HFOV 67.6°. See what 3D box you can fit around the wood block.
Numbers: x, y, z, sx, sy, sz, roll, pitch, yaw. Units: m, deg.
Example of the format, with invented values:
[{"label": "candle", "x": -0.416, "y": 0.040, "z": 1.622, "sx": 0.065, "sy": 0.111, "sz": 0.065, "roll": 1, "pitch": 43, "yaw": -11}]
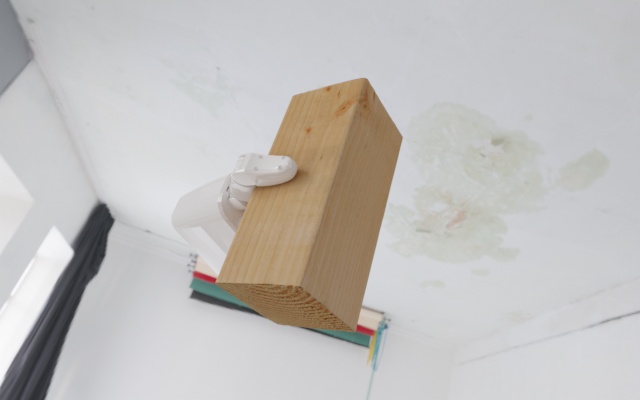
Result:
[{"label": "wood block", "x": 0.000, "y": 0.001, "z": 0.434, "sx": 0.090, "sy": 0.206, "sz": 0.091, "roll": -5, "pitch": -36, "yaw": 35}]
